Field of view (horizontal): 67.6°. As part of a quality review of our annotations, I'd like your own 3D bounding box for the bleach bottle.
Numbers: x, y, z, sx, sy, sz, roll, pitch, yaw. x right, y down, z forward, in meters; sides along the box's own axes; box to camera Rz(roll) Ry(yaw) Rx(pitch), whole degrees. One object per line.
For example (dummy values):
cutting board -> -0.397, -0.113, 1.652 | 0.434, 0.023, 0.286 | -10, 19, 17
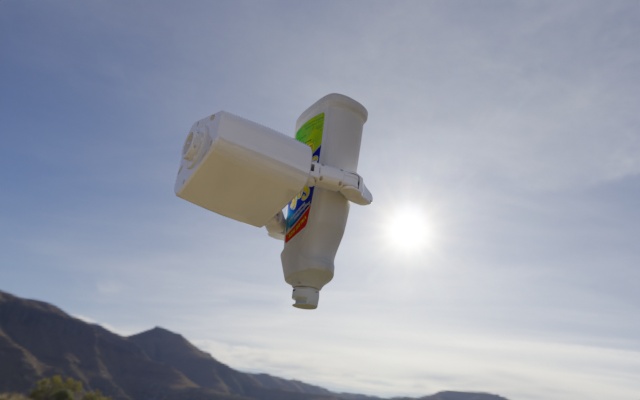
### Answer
bleach bottle -> 0.000, 0.002, 0.573 | 0.068, 0.250, 0.102 | 21, -28, -30
